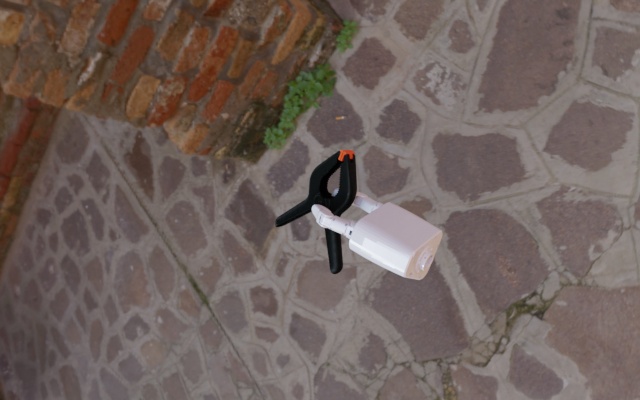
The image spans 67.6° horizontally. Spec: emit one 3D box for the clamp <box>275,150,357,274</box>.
[{"bbox_3d":[0.000,0.002,0.841,0.164,0.210,0.036,28,21,31],"label":"clamp"}]
